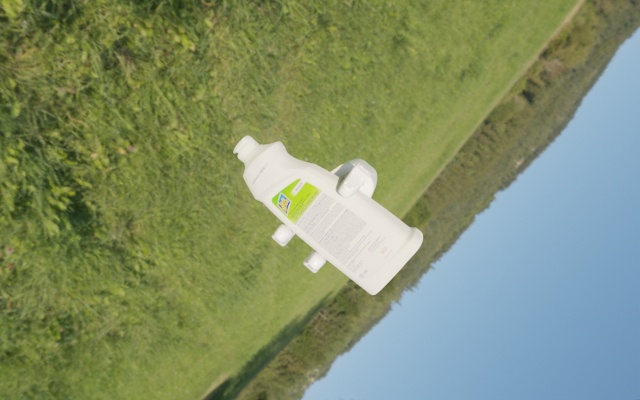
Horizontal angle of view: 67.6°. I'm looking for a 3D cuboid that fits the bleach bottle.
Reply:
[{"bbox_3d":[0.000,0.002,0.601,0.251,0.102,0.068,40,15,2],"label":"bleach bottle"}]
